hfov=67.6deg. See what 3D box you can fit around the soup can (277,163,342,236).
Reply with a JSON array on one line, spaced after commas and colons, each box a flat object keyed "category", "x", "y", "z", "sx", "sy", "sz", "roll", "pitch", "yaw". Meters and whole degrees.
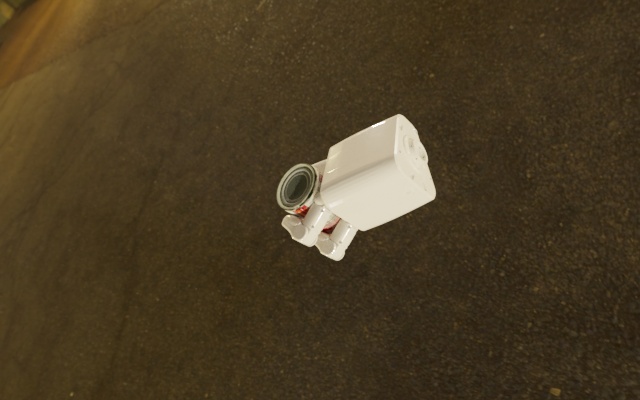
[{"category": "soup can", "x": 0.000, "y": 0.002, "z": 0.635, "sx": 0.068, "sy": 0.068, "sz": 0.102, "roll": 0, "pitch": -24, "yaw": 44}]
